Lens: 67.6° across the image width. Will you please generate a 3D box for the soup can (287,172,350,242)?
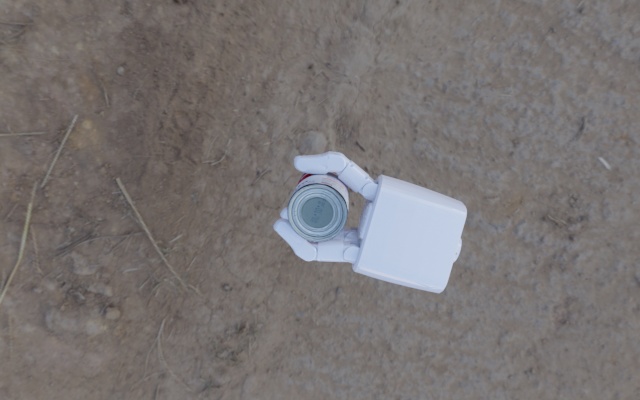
[{"bbox_3d":[0.000,0.002,0.559,0.068,0.068,0.102,0,15,4],"label":"soup can"}]
